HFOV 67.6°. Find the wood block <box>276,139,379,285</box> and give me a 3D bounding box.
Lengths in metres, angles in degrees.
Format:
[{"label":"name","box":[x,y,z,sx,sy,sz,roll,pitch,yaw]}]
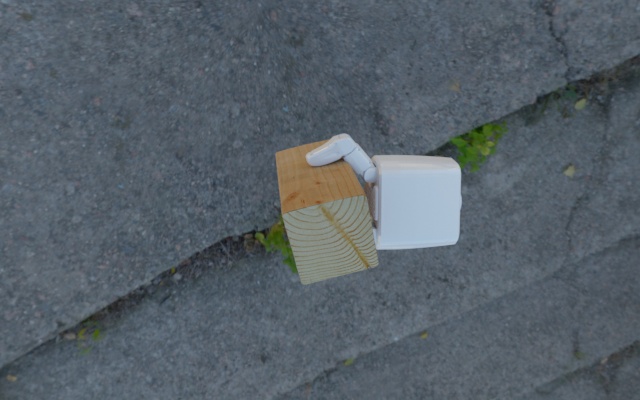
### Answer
[{"label":"wood block","box":[0.000,0.002,0.593,0.090,0.091,0.206,-14,24,-2]}]
